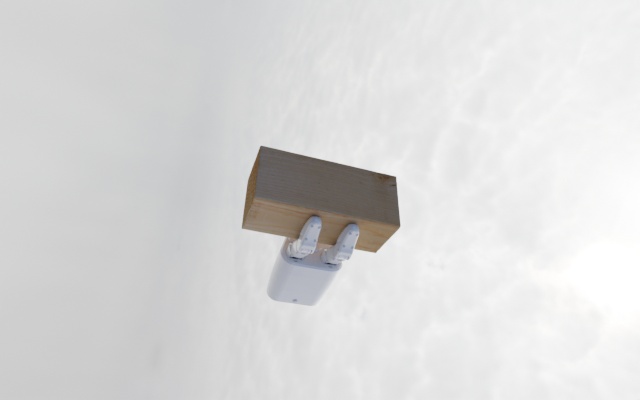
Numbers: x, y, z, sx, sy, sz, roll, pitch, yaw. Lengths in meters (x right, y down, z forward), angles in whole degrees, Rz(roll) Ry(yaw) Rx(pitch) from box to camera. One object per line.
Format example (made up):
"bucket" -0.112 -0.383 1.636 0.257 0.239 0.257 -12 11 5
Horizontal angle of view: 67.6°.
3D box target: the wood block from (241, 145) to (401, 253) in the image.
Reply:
"wood block" 0.000 0.002 0.690 0.206 0.090 0.090 12 -36 -15
